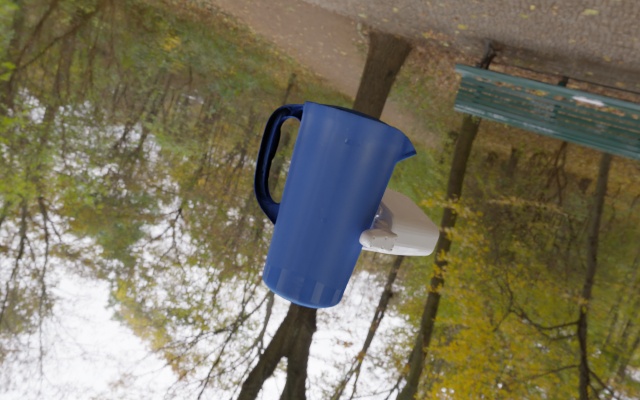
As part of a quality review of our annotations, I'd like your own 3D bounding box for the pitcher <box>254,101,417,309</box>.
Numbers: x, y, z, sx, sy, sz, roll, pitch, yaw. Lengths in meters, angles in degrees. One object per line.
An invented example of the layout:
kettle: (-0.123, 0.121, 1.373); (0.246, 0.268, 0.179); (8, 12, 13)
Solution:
pitcher: (0.000, 0.002, 0.604); (0.145, 0.243, 0.149); (12, 10, -38)
